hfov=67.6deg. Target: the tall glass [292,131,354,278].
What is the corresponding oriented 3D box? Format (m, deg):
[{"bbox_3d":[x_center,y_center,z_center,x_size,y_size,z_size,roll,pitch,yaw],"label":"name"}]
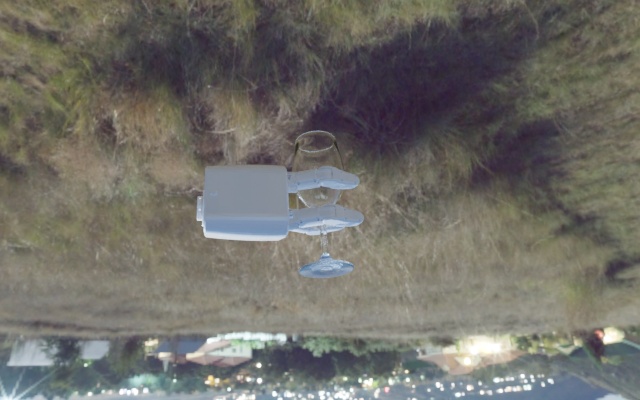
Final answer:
[{"bbox_3d":[0.000,0.003,0.675,0.079,0.201,0.079,-4,-25,-2],"label":"tall glass"}]
